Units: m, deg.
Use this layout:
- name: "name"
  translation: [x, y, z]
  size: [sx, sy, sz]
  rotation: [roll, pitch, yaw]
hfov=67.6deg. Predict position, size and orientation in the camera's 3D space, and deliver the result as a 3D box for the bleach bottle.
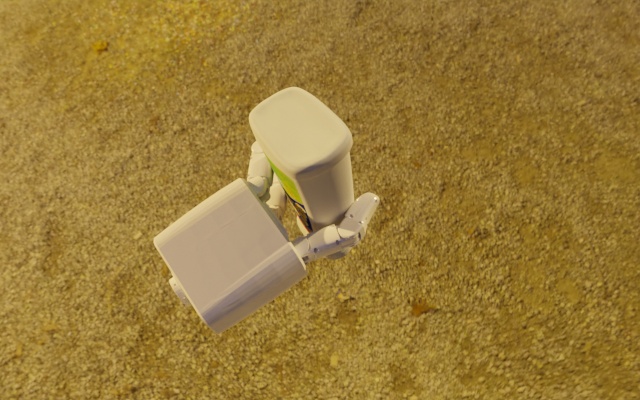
- name: "bleach bottle"
  translation: [0.000, 0.002, 0.513]
  size: [0.068, 0.102, 0.251]
  rotation: [-34, -33, -11]
